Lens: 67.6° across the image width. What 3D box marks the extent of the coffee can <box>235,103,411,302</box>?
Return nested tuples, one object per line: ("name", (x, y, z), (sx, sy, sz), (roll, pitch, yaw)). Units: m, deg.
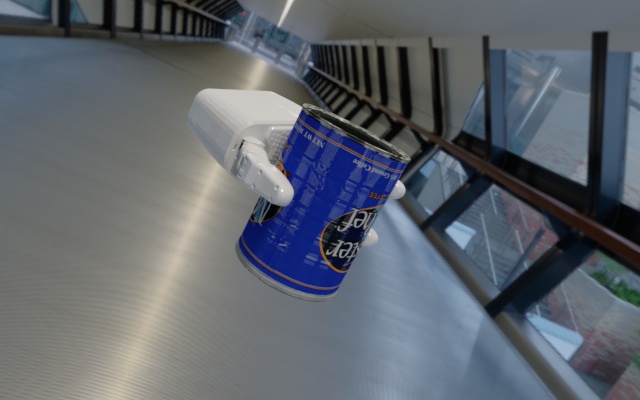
("coffee can", (0.000, 0.002, 0.420), (0.103, 0.140, 0.102), (25, 15, -7))
